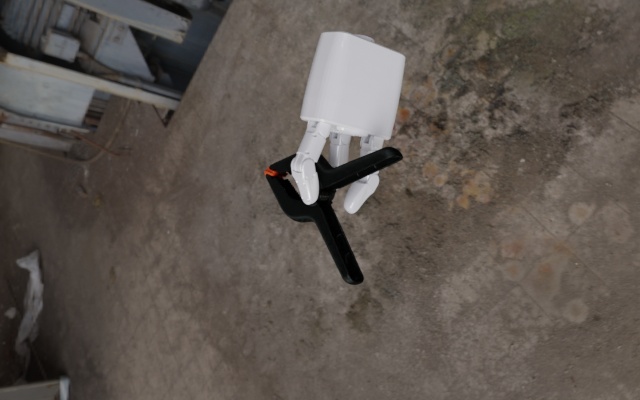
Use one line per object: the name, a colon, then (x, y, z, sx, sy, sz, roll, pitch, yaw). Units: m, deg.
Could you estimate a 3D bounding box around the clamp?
clamp: (-0.001, 0.002, 0.602, 0.210, 0.164, 0.036, 17, 7, 44)
